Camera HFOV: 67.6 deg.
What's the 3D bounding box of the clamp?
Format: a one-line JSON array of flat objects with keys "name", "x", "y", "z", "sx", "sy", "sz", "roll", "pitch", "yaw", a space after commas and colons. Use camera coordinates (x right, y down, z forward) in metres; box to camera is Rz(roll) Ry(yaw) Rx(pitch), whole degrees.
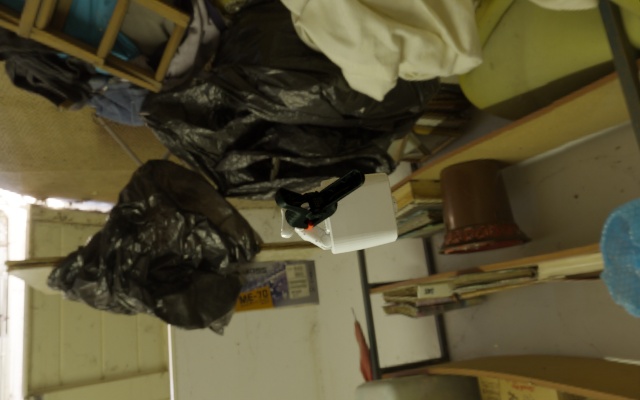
[{"name": "clamp", "x": 0.000, "y": 0.003, "z": 0.672, "sx": 0.120, "sy": 0.039, "sz": 0.171, "roll": -12, "pitch": -14, "yaw": -4}]
